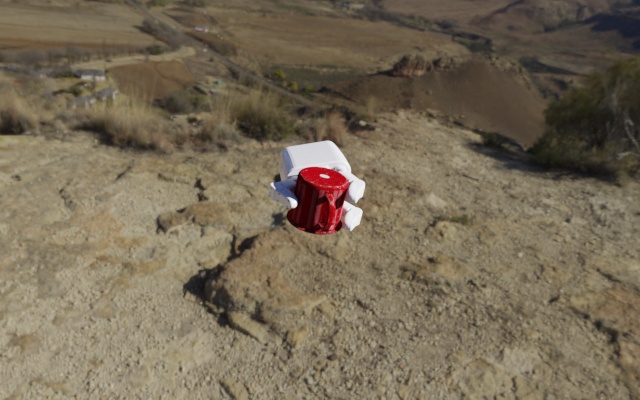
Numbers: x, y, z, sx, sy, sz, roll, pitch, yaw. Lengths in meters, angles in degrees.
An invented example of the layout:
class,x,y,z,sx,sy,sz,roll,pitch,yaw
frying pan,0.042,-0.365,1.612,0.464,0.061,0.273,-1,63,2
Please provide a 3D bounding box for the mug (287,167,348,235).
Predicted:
class,x,y,z,sx,sy,sz,roll,pitch,yaw
mug,0.000,0.003,0.755,0.093,0.081,0.117,4,27,-16
